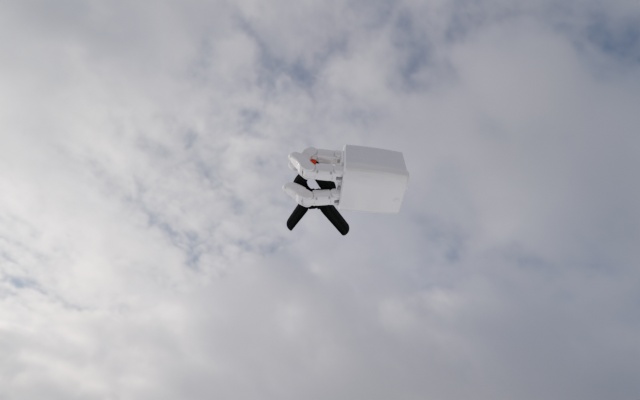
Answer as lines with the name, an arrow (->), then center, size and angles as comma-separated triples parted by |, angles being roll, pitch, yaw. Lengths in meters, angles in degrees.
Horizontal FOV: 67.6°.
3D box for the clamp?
clamp -> 0.000, 0.002, 0.863 | 0.120, 0.039, 0.172 | 7, -44, 0
